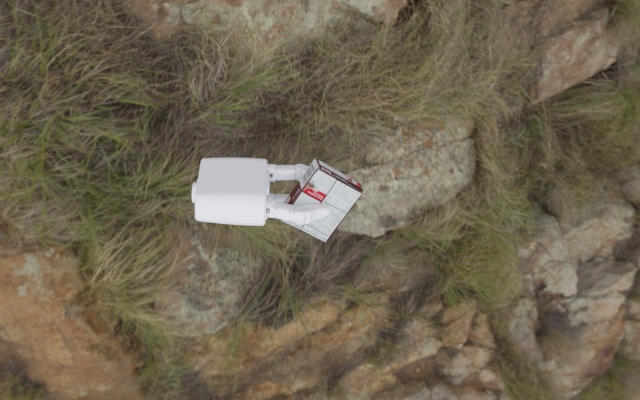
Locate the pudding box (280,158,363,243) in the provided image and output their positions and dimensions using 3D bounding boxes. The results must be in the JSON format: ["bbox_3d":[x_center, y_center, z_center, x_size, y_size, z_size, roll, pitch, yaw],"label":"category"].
[{"bbox_3d":[0.000,0.003,0.766,0.090,0.113,0.039,28,22,-22],"label":"pudding box"}]
